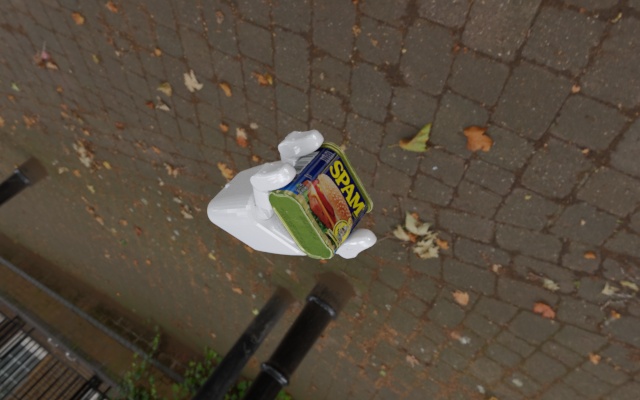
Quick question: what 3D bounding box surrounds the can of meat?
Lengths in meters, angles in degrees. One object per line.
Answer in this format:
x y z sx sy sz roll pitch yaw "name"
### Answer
0.000 0.002 0.524 0.057 0.102 0.084 1 42 46 "can of meat"
